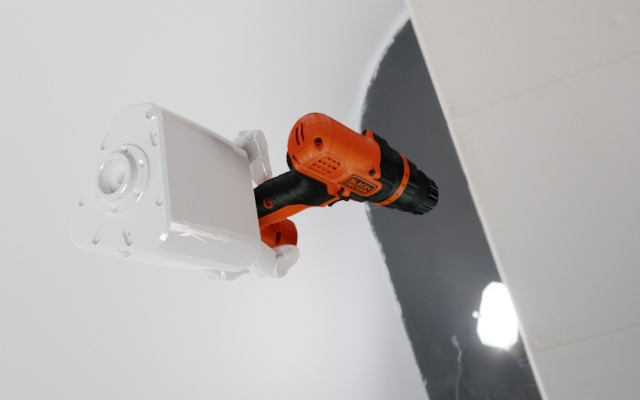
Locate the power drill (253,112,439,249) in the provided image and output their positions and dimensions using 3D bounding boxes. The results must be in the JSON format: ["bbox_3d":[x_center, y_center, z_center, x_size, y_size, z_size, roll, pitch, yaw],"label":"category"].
[{"bbox_3d":[0.000,0.002,0.467,0.188,0.057,0.184,-32,-39,34],"label":"power drill"}]
